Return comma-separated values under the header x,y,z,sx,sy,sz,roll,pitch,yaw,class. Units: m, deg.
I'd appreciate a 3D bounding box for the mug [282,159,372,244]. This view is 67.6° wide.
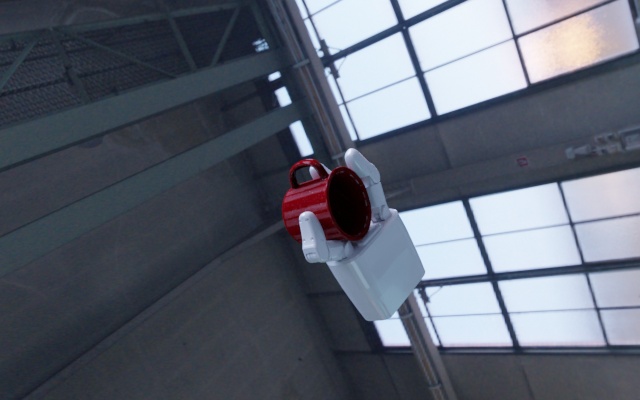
x,y,z,sx,sy,sz,roll,pitch,yaw,class
-0.001,0.001,0.603,0.081,0.117,0.093,-15,24,37,mug
